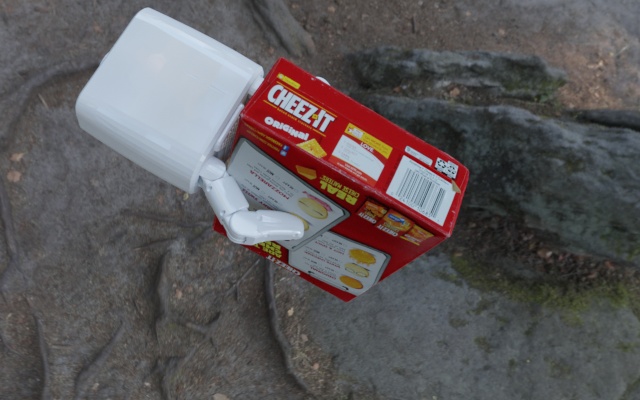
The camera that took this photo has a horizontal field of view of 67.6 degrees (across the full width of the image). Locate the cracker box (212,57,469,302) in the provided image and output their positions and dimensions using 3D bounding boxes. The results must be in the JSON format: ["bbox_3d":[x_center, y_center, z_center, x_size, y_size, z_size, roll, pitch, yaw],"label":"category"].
[{"bbox_3d":[0.000,0.001,0.419,0.164,0.072,0.214,29,-29,-3],"label":"cracker box"}]
